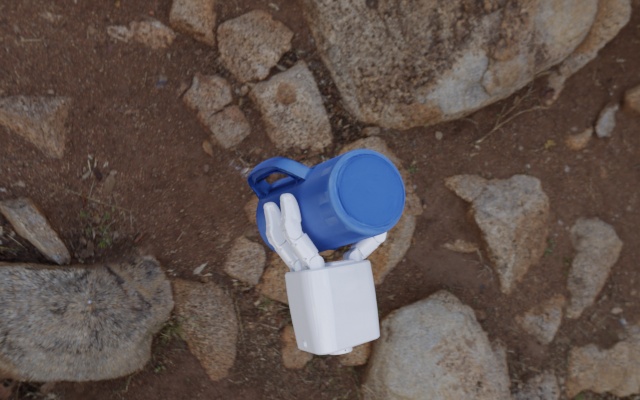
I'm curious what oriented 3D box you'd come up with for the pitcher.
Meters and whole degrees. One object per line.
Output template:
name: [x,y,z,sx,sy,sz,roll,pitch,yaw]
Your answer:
pitcher: [0.000,0.002,0.670,0.149,0.145,0.243,-6,-7,-27]
